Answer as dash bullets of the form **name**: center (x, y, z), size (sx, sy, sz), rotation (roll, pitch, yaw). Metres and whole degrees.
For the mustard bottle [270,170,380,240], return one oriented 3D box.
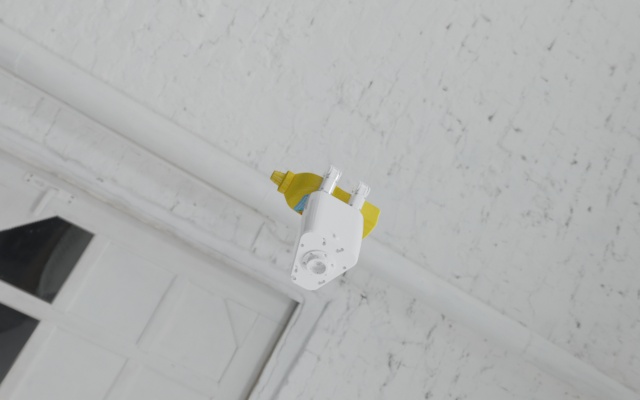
- **mustard bottle**: center (0.000, 0.003, 0.823), size (0.191, 0.058, 0.096), rotation (29, -34, -10)
